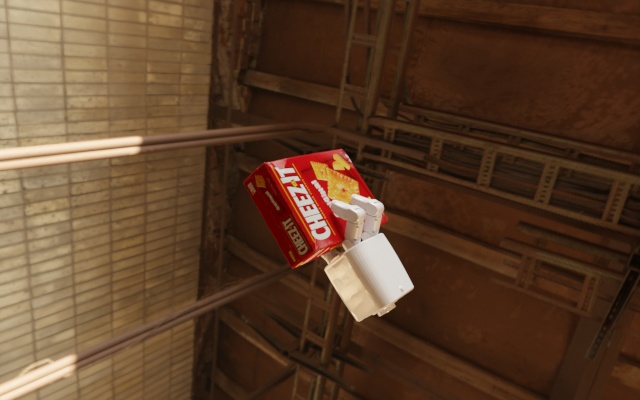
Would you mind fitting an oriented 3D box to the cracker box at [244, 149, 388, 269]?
[{"bbox_3d":[0.000,0.003,0.815,0.213,0.164,0.072,-17,-19,-50],"label":"cracker box"}]
